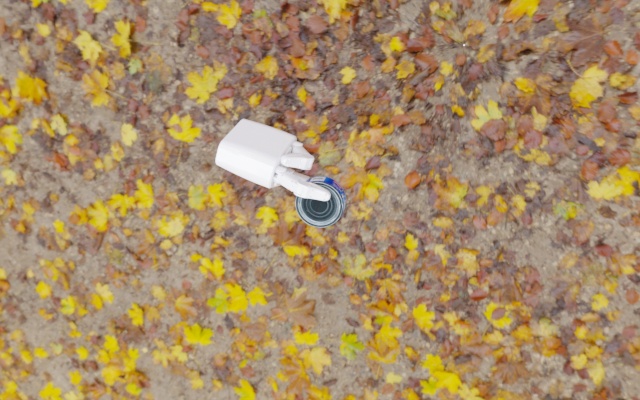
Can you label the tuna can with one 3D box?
[{"bbox_3d":[0.000,0.003,0.821,0.086,0.086,0.033,0,20,11],"label":"tuna can"}]
